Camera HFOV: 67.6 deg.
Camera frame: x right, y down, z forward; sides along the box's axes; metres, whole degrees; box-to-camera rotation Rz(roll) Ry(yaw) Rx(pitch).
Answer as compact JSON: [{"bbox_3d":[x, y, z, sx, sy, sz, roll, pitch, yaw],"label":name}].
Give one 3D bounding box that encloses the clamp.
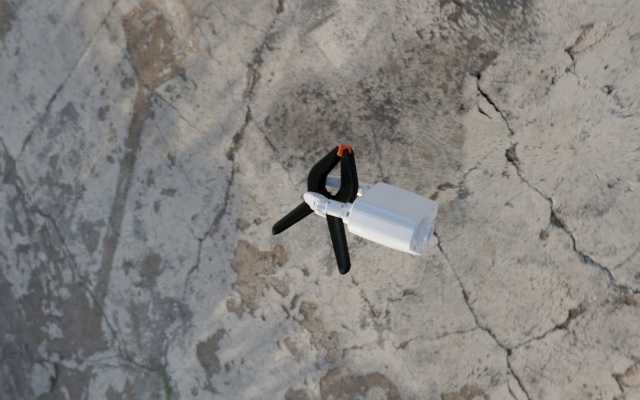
[{"bbox_3d":[0.000,0.002,0.812,0.164,0.210,0.036,19,14,26],"label":"clamp"}]
